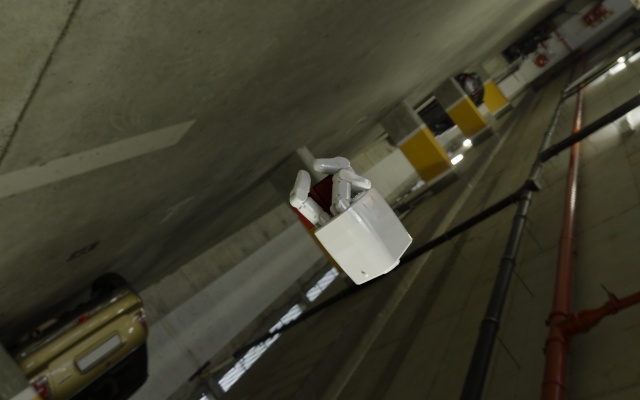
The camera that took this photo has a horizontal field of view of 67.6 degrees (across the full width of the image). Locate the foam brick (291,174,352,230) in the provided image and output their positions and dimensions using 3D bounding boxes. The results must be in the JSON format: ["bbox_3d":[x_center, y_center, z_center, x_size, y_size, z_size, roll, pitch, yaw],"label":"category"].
[{"bbox_3d":[0.000,0.002,0.764,0.053,0.051,0.078,-38,0,-38],"label":"foam brick"}]
